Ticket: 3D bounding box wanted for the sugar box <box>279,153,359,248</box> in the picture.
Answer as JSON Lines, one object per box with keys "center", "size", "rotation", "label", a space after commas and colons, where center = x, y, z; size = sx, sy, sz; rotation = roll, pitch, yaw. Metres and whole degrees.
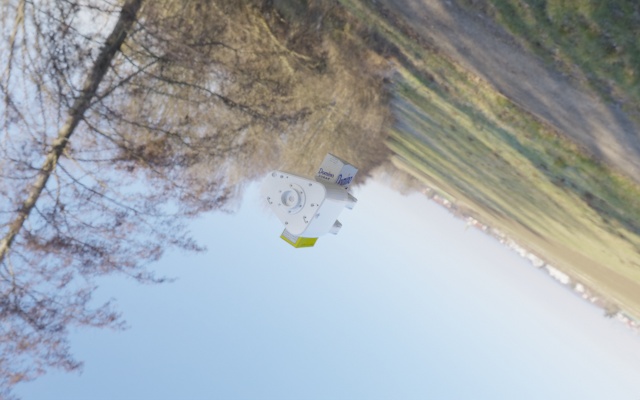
{"center": [0.000, 0.003, 0.879], "size": [0.048, 0.176, 0.093], "rotation": [35, 9, 18], "label": "sugar box"}
